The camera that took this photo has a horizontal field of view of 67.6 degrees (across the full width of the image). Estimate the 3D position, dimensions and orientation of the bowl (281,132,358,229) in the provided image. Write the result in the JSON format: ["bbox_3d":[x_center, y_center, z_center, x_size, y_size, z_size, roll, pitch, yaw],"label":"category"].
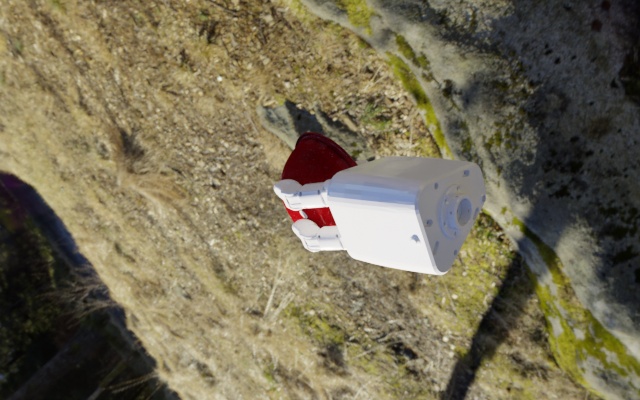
[{"bbox_3d":[-0.001,0.002,0.574,0.055,0.162,0.162,-34,15,-23],"label":"bowl"}]
